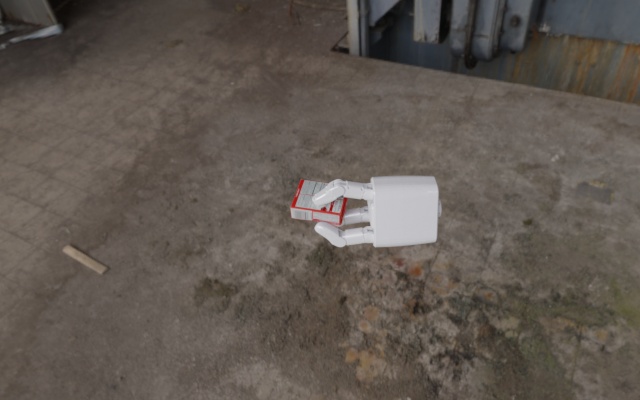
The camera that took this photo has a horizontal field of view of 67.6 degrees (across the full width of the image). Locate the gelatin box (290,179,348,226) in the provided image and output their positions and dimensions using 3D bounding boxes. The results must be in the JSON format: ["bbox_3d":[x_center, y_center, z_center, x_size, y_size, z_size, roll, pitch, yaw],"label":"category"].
[{"bbox_3d":[0.000,0.002,0.817,0.089,0.030,0.073,8,45,9],"label":"gelatin box"}]
